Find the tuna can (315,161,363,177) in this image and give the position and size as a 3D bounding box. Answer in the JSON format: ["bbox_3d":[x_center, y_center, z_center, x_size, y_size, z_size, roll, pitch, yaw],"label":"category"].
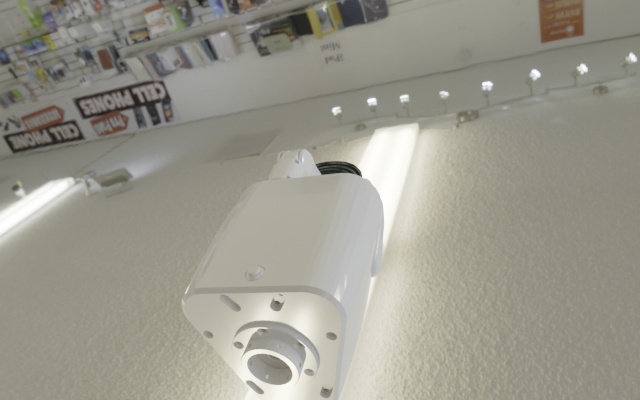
[{"bbox_3d":[0.000,0.002,0.428,0.086,0.034,0.086,-15,32,9],"label":"tuna can"}]
